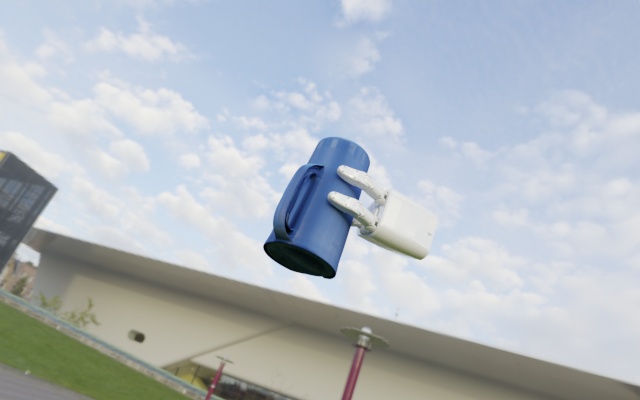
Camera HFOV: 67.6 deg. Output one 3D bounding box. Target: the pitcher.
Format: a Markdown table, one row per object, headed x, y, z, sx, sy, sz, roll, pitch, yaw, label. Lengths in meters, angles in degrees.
| x | y | z | sx | sy | sz | roll | pitch | yaw | label |
| --- | --- | --- | --- | --- | --- | --- | --- | --- | --- |
| 0.000 | 0.003 | 0.845 | 0.145 | 0.242 | 0.149 | 27 | -26 | -9 | pitcher |
